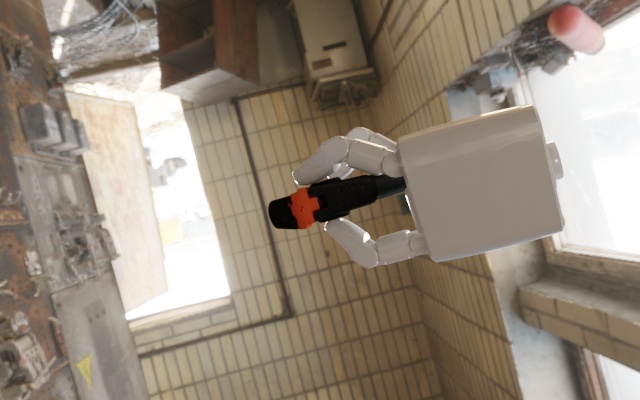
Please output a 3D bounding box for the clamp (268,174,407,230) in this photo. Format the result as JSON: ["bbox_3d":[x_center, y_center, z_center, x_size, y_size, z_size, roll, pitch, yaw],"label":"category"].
[{"bbox_3d":[0.000,0.002,0.439,0.164,0.036,0.210,-16,1,20],"label":"clamp"}]
